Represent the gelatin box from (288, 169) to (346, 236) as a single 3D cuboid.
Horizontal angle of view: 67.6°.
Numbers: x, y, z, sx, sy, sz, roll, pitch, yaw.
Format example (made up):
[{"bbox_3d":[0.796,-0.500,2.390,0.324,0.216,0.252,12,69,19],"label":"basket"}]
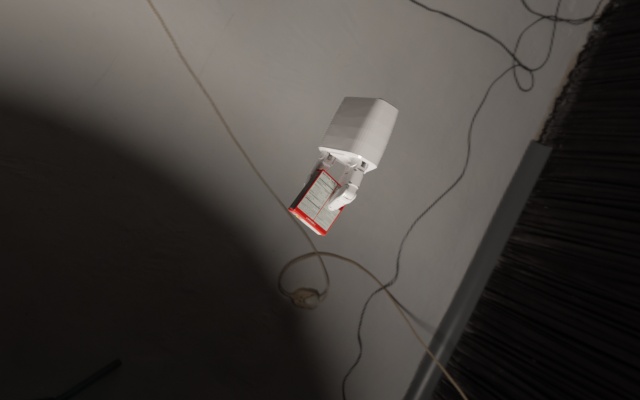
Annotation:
[{"bbox_3d":[0.000,0.003,0.809,0.073,0.089,0.030,41,-16,-22],"label":"gelatin box"}]
